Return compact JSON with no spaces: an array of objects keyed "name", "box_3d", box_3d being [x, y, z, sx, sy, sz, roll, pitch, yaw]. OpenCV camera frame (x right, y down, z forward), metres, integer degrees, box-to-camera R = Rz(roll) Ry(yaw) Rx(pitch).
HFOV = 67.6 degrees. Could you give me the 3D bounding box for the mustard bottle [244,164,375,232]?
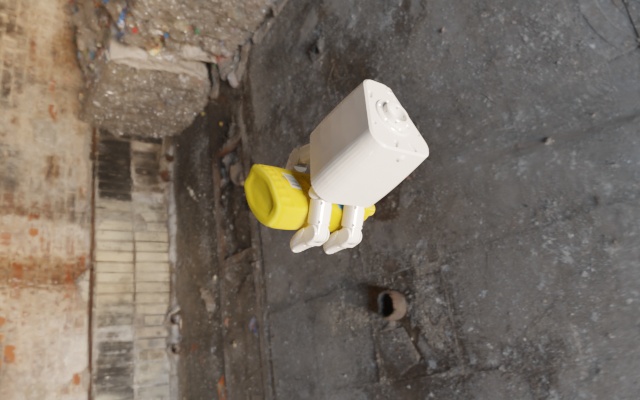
[{"name":"mustard bottle","box_3d":[0.000,0.002,0.635,0.191,0.058,0.096,8,30,-39]}]
